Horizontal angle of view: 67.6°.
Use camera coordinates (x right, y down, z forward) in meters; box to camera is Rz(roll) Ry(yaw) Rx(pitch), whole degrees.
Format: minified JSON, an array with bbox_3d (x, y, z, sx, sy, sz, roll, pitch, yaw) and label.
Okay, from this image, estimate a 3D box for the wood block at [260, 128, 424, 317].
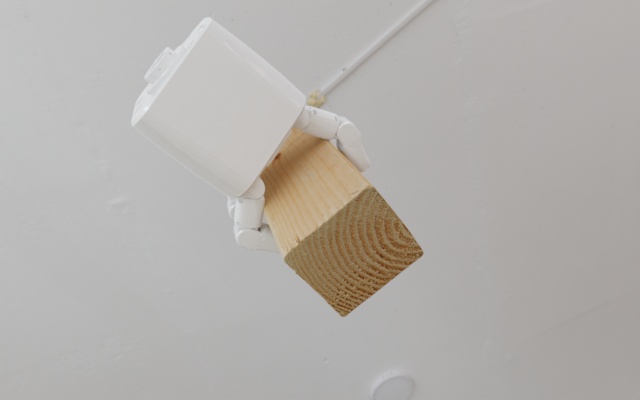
[{"bbox_3d":[0.000,0.001,0.467,0.091,0.090,0.206,-39,30,3],"label":"wood block"}]
